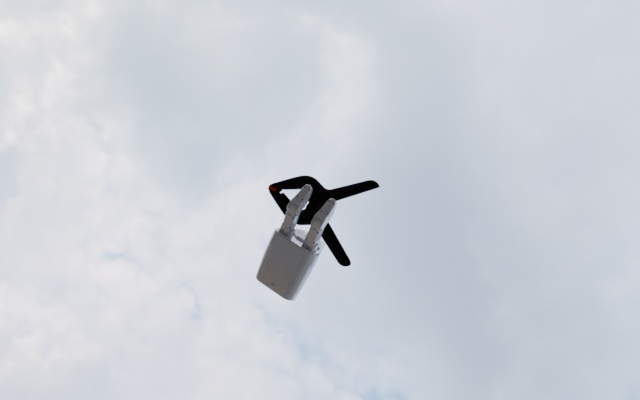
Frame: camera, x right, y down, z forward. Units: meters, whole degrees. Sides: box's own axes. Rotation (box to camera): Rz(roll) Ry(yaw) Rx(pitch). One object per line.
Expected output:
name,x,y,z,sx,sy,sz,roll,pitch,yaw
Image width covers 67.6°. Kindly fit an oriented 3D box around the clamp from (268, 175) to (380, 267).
clamp,0.000,0.003,0.889,0.210,0.164,0.036,30,10,20
